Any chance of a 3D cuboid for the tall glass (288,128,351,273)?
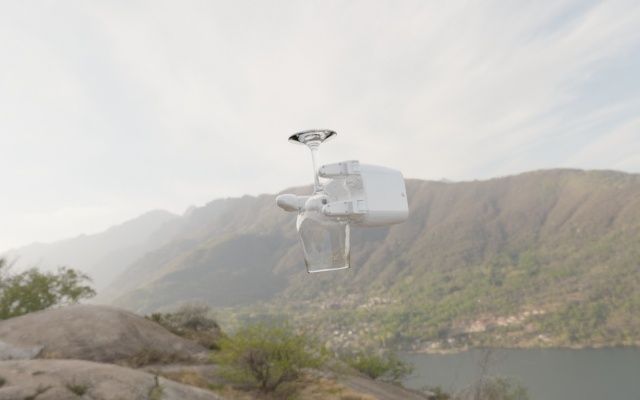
[{"bbox_3d":[0.000,0.002,0.698,0.079,0.201,0.079,-6,-9,-1],"label":"tall glass"}]
